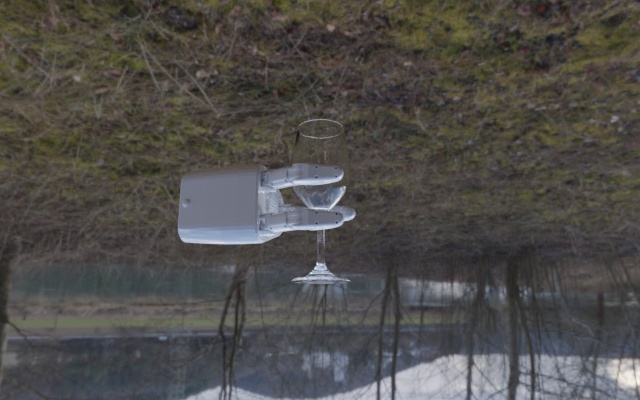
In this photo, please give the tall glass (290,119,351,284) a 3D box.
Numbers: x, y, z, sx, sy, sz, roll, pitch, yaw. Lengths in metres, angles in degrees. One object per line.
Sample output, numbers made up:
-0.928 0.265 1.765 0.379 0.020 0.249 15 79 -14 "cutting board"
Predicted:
0.000 0.003 0.605 0.079 0.201 0.079 0 -14 0 "tall glass"
